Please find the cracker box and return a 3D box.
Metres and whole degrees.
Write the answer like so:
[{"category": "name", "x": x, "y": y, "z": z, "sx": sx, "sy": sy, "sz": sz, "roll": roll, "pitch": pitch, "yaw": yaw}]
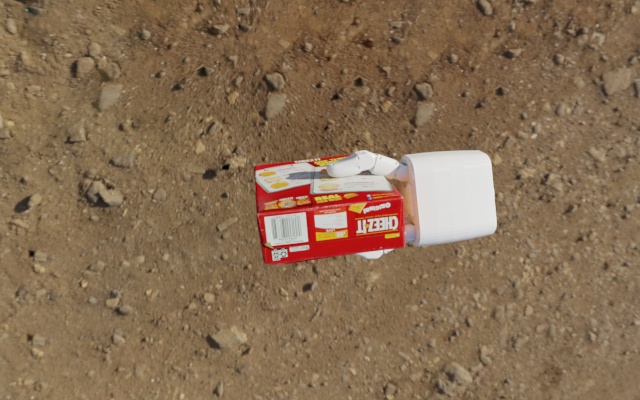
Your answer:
[{"category": "cracker box", "x": 0.000, "y": 0.002, "z": 0.620, "sx": 0.164, "sy": 0.072, "sz": 0.213, "roll": -7, "pitch": 19, "yaw": -6}]
